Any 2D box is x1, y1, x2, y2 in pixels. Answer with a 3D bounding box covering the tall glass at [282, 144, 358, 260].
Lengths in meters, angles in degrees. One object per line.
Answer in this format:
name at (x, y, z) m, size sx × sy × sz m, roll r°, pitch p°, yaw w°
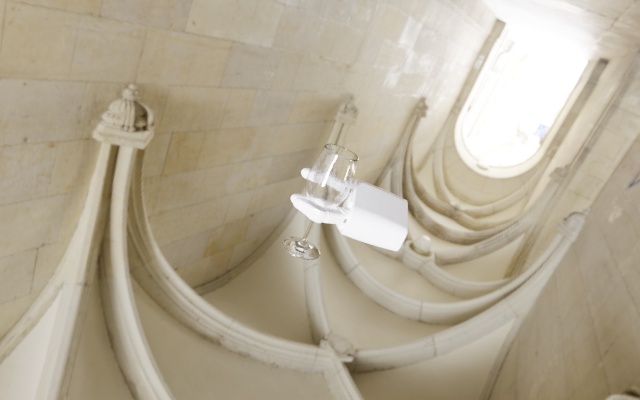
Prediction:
tall glass at (0.000, 0.003, 0.842) m, size 0.079 × 0.201 × 0.079 m, roll 19°, pitch 22°, yaw -8°
